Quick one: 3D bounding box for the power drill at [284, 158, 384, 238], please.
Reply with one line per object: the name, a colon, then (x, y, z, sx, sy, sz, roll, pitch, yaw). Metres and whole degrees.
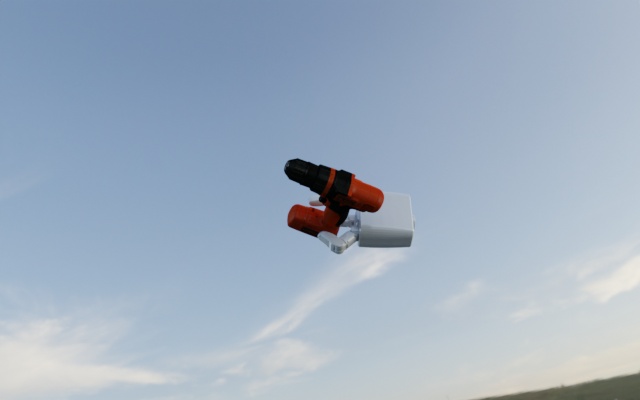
power drill: (0.000, 0.003, 0.884, 0.184, 0.057, 0.188, 22, -31, -11)
